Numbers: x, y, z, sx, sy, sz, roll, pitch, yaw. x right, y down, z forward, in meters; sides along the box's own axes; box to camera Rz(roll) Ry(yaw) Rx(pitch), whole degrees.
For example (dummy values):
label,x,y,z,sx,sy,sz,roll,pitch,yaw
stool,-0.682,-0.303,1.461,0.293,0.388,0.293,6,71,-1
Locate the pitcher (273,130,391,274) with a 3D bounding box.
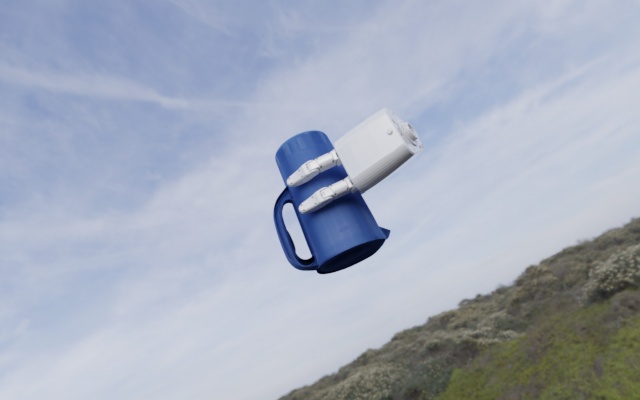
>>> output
label,x,y,z,sx,sy,sz,roll,pitch,yaw
pitcher,0.000,0.003,0.848,0.145,0.242,0.149,-36,-22,26
